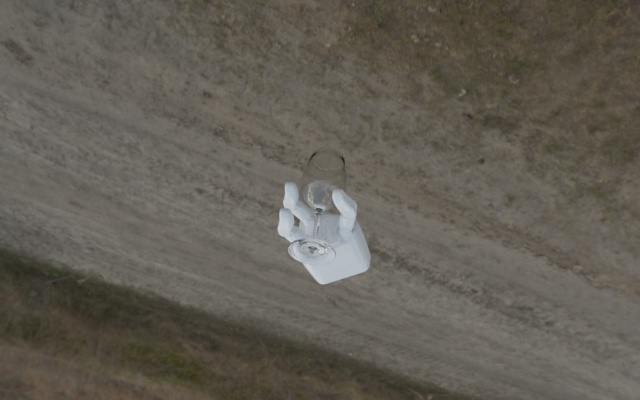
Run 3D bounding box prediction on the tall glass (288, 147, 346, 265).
[{"bbox_3d":[0.000,0.003,0.790,0.079,0.201,0.079,6,-38,5],"label":"tall glass"}]
